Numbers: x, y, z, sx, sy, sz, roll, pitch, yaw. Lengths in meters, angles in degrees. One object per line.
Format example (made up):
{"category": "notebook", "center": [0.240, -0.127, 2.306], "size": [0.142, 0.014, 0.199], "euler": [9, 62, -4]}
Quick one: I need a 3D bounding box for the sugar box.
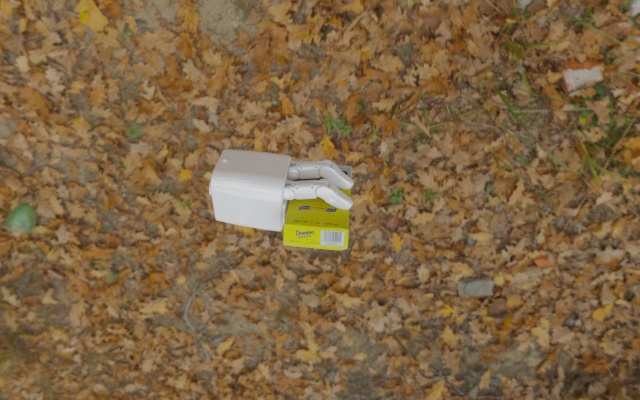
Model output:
{"category": "sugar box", "center": [0.000, 0.002, 0.738], "size": [0.093, 0.048, 0.176], "euler": [5, 37, 1]}
